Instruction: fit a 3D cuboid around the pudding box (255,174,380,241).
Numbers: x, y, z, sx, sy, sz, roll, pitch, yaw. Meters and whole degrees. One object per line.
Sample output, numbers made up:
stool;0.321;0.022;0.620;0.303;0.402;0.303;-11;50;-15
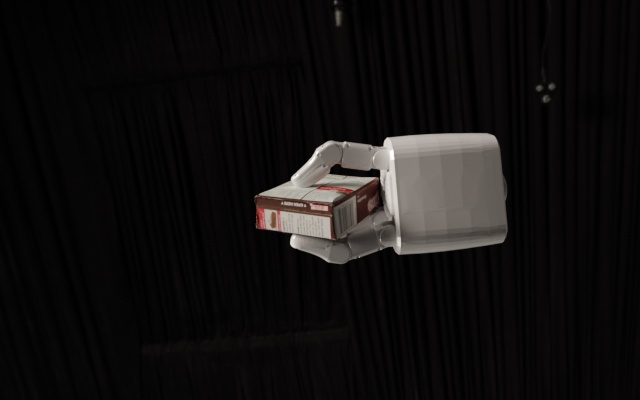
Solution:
pudding box;0.000;0.001;0.494;0.090;0.039;0.113;5;16;28
